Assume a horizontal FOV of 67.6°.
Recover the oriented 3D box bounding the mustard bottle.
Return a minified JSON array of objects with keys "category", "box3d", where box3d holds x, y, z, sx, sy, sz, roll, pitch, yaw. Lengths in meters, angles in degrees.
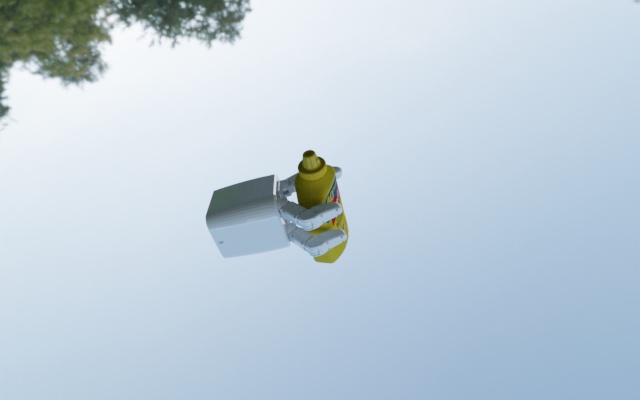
[{"category":"mustard bottle","box3d":[0.000,0.003,0.722,0.058,0.096,0.192,5,-43,19]}]
